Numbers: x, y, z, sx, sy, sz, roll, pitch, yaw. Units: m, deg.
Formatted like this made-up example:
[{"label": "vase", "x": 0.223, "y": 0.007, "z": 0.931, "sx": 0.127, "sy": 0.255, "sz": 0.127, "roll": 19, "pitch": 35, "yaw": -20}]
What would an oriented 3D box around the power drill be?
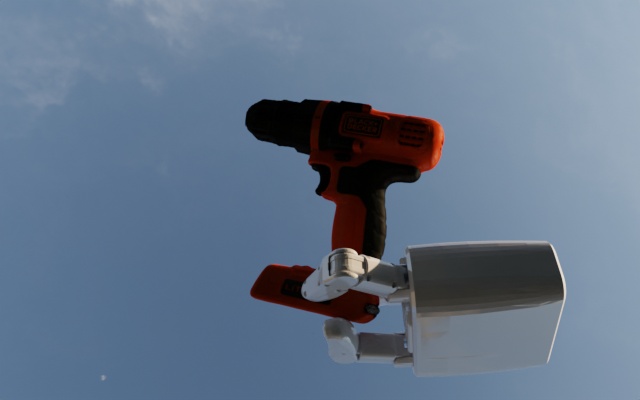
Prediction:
[{"label": "power drill", "x": 0.000, "y": 0.002, "z": 0.416, "sx": 0.184, "sy": 0.187, "sz": 0.057, "roll": 11, "pitch": -11, "yaw": 18}]
